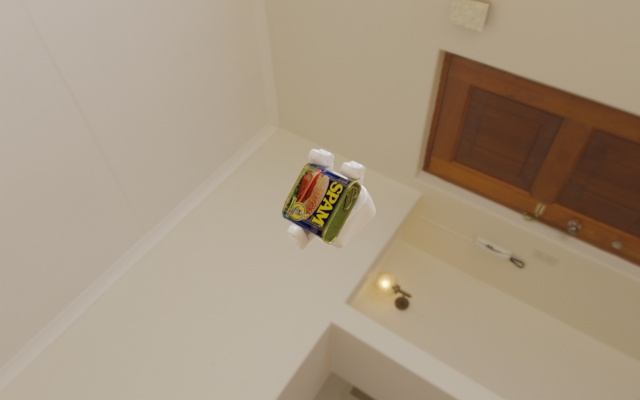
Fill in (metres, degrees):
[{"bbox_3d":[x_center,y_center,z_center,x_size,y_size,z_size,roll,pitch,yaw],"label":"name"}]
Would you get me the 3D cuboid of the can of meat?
[{"bbox_3d":[0.000,0.002,0.730,0.084,0.102,0.057,27,-4,22],"label":"can of meat"}]
